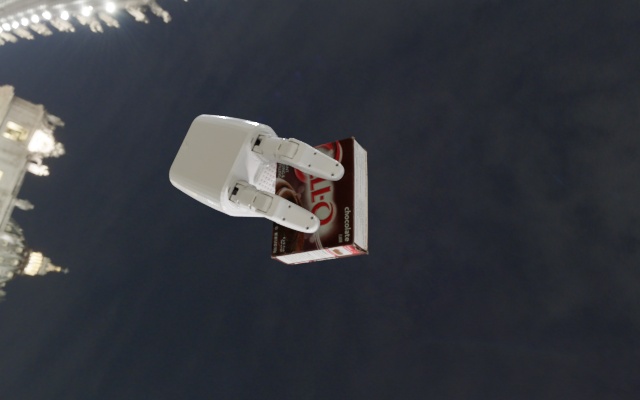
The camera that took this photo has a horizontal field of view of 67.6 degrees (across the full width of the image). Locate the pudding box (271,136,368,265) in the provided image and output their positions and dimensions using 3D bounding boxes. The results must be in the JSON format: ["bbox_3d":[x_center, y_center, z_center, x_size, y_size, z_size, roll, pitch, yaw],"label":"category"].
[{"bbox_3d":[0.000,0.002,0.470,0.090,0.113,0.039,-13,-25,29],"label":"pudding box"}]
